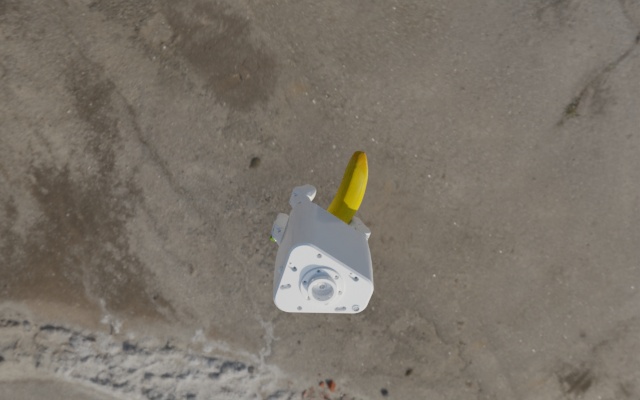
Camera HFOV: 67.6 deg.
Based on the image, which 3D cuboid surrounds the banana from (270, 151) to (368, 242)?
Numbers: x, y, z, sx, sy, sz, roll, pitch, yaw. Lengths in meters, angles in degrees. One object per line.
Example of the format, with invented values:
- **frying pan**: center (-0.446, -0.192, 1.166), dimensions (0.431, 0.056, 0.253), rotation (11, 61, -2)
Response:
- **banana**: center (0.011, 0.017, 0.691), dimensions (0.198, 0.069, 0.037), rotation (-44, 8, 18)
